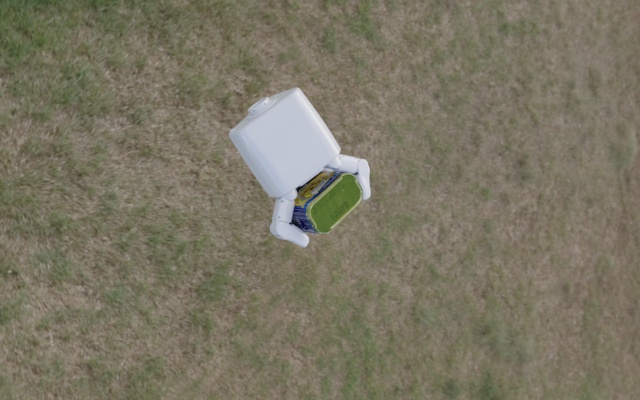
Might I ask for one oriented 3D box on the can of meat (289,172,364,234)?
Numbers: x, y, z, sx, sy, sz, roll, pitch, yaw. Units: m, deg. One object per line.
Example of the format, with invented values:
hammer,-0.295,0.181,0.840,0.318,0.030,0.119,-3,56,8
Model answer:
can of meat,0.000,0.002,0.686,0.102,0.057,0.084,-43,23,-25
